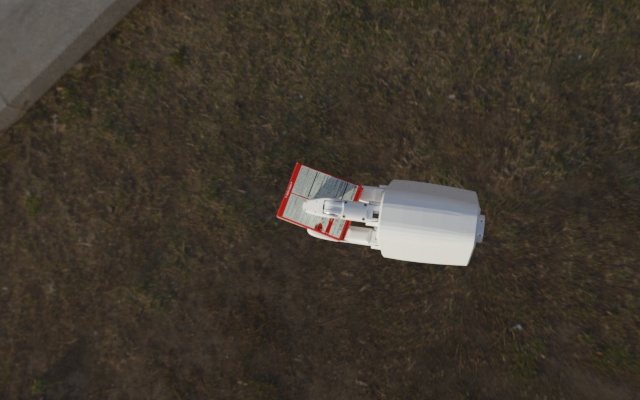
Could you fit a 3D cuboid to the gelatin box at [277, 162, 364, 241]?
[{"bbox_3d":[0.000,0.002,0.595,0.089,0.073,0.030,21,0,10],"label":"gelatin box"}]
